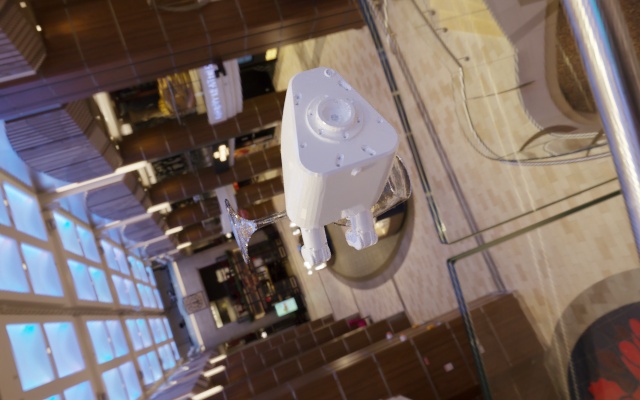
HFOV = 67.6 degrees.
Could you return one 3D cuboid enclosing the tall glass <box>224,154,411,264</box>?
[{"bbox_3d":[-0.001,0.002,0.538,0.201,0.079,0.079,-19,5,-14],"label":"tall glass"}]
